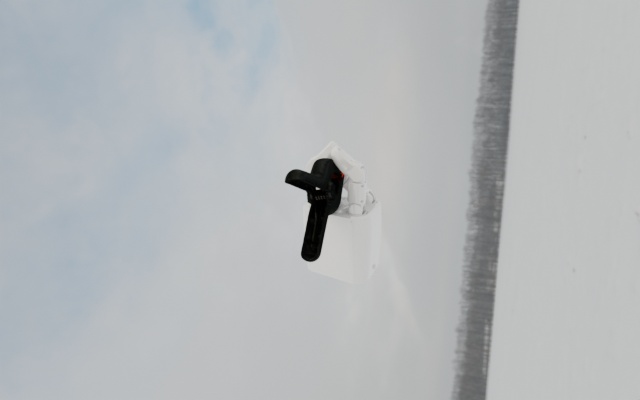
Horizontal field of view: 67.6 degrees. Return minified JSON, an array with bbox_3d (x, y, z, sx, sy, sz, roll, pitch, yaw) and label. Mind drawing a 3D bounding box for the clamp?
[{"bbox_3d":[0.000,0.002,0.636,0.039,0.120,0.171,5,18,20],"label":"clamp"}]
